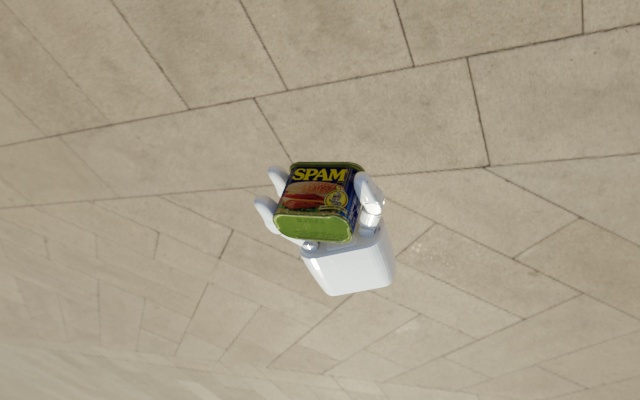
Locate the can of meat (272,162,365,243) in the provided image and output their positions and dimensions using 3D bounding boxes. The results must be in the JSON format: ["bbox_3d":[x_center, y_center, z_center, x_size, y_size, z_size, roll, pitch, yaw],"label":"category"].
[{"bbox_3d":[0.000,0.002,0.582,0.102,0.084,0.057,2,-39,21],"label":"can of meat"}]
